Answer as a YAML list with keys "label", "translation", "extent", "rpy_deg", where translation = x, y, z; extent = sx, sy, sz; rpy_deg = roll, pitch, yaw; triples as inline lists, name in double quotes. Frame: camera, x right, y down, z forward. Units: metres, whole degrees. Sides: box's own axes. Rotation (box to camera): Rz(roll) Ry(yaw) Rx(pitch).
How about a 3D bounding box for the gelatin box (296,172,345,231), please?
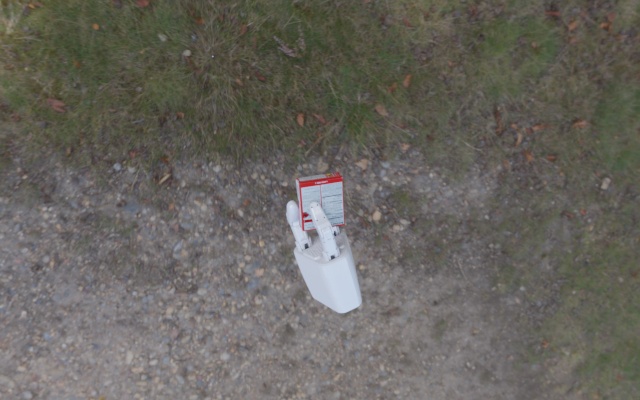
- label: "gelatin box"
  translation: [0.000, 0.002, 0.785]
  extent: [0.073, 0.089, 0.030]
  rpy_deg: [-9, 24, -11]
